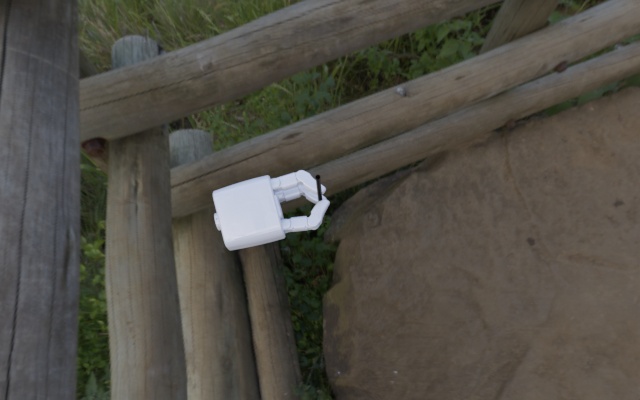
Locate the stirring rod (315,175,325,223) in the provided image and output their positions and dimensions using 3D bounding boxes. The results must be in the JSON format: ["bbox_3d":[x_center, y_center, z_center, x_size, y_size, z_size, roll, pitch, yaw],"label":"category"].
[{"bbox_3d":[0.000,0.003,0.881,0.011,0.011,0.240,0,-20,2],"label":"stirring rod"}]
